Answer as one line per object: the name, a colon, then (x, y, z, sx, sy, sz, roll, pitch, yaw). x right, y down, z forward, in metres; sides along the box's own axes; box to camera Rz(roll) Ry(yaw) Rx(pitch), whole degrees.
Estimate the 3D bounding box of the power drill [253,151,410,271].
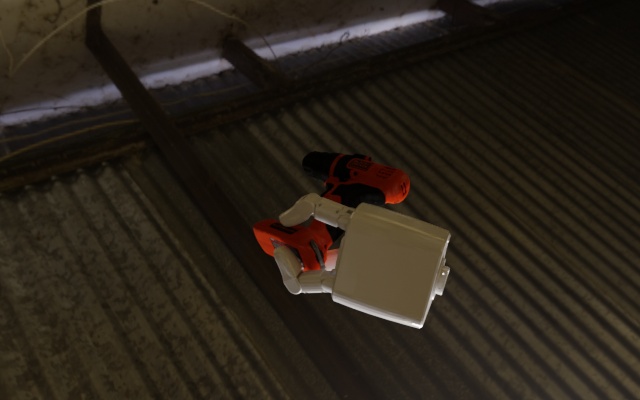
power drill: (0.000, 0.003, 0.647, 0.184, 0.057, 0.187, 17, 51, 42)
